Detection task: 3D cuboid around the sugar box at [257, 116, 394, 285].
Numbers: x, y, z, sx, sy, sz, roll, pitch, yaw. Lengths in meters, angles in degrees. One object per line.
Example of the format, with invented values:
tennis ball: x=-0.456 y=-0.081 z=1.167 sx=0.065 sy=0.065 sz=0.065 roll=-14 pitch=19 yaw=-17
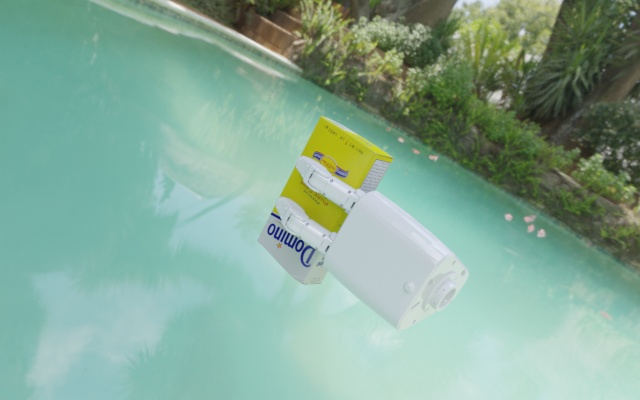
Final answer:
sugar box: x=0.000 y=0.002 z=0.557 sx=0.093 sy=0.176 sz=0.048 roll=39 pitch=17 yaw=34
